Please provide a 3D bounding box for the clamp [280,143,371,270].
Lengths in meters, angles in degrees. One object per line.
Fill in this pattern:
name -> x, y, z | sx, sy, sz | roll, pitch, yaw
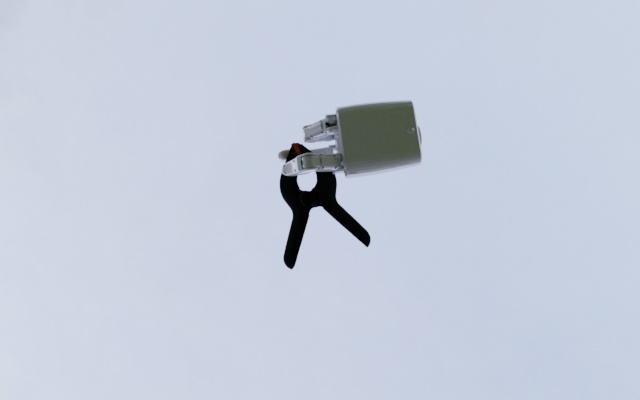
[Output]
clamp -> 0.000, 0.002, 0.653 | 0.120, 0.171, 0.039 | -8, -6, 0
